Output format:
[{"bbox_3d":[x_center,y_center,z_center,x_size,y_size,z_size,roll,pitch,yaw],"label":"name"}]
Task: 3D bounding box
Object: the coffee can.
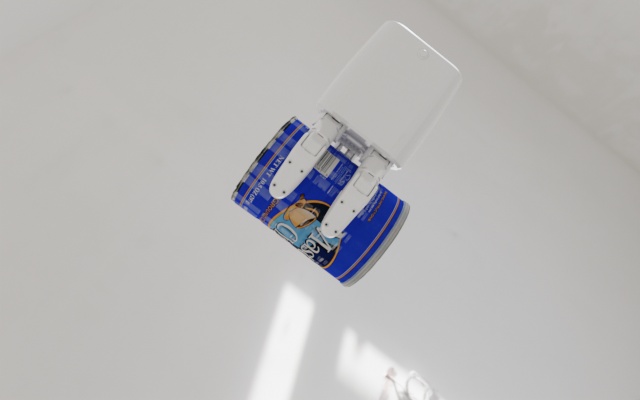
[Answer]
[{"bbox_3d":[0.000,0.002,0.466,0.140,0.103,0.103,38,-2,-3],"label":"coffee can"}]
